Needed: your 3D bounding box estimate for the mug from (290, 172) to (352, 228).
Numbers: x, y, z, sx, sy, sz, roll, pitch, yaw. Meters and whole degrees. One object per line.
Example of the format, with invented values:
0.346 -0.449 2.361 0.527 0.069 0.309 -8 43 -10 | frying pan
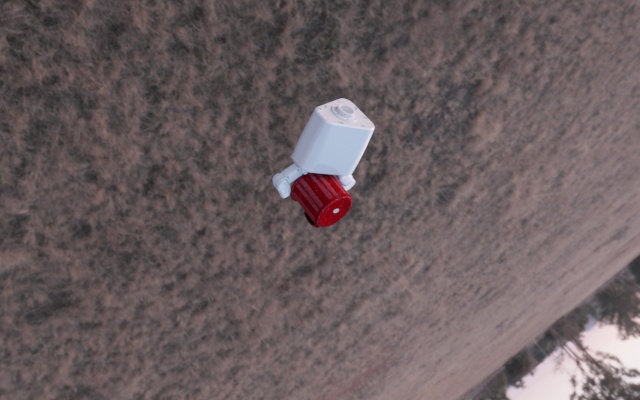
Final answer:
0.000 0.004 0.885 0.093 0.117 0.081 -14 52 -39 | mug
